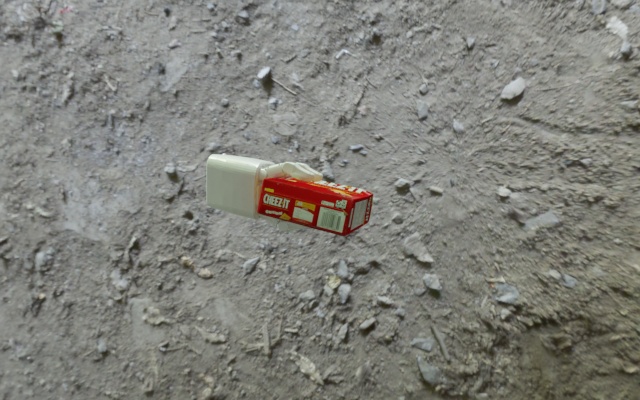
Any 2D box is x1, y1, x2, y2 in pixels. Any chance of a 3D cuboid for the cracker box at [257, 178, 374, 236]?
[{"bbox_3d":[0.000,0.003,0.896,0.164,0.072,0.213,14,7,14],"label":"cracker box"}]
